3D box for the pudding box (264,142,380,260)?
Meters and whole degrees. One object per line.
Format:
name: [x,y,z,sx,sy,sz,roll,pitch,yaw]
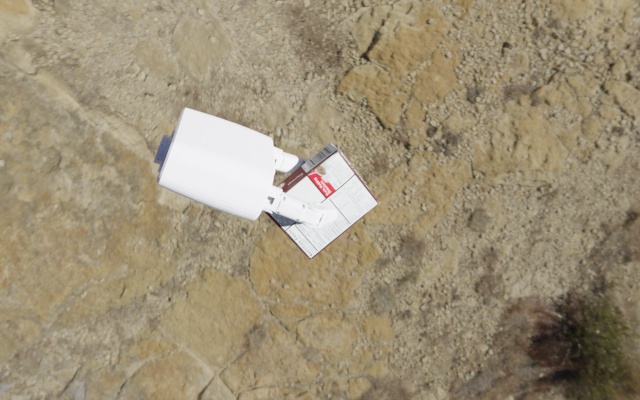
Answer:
pudding box: [0.000,0.002,0.569,0.113,0.090,0.039,-39,23,3]
